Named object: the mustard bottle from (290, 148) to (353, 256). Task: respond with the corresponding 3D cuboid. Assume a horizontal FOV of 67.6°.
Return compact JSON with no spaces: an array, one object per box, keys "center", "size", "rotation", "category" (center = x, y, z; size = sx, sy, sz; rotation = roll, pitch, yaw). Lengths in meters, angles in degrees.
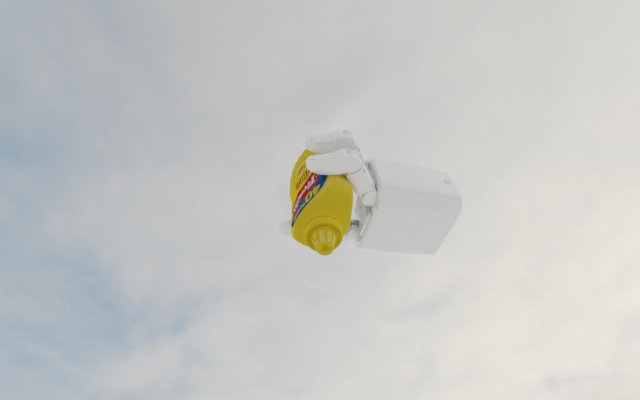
[{"center":[0.000,0.002,0.574],"size":[0.058,0.096,0.191],"rotation":[29,25,-20],"category":"mustard bottle"}]
